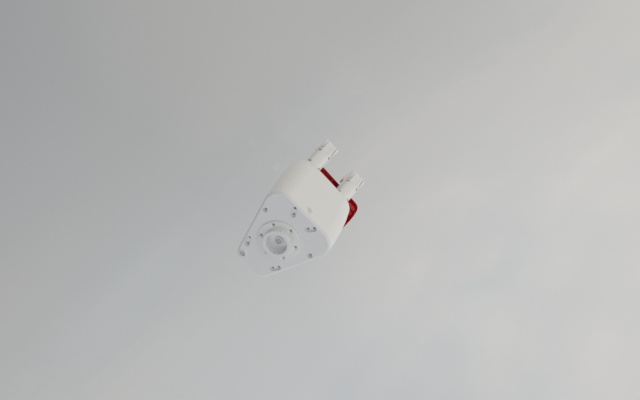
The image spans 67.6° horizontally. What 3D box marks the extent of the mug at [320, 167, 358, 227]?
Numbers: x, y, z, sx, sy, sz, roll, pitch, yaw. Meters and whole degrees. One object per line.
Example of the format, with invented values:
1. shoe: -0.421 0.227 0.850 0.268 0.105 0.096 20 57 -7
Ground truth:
1. mug: 0.001 0.002 0.680 0.093 0.081 0.117 -39 8 25
